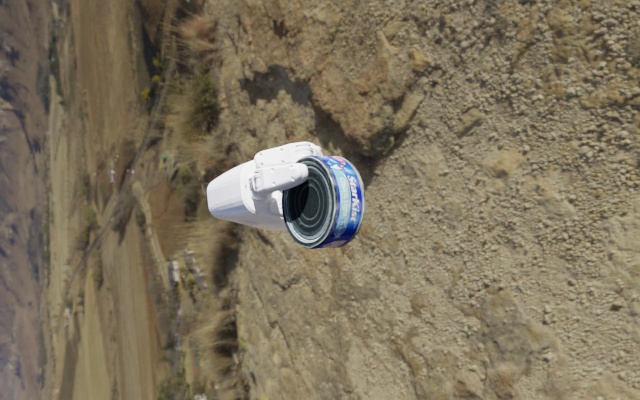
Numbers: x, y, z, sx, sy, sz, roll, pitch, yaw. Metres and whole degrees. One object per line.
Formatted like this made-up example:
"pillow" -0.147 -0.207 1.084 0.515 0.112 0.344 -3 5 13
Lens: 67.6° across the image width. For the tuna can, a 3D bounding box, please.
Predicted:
"tuna can" 0.000 0.001 0.438 0.034 0.086 0.086 0 0 -38
